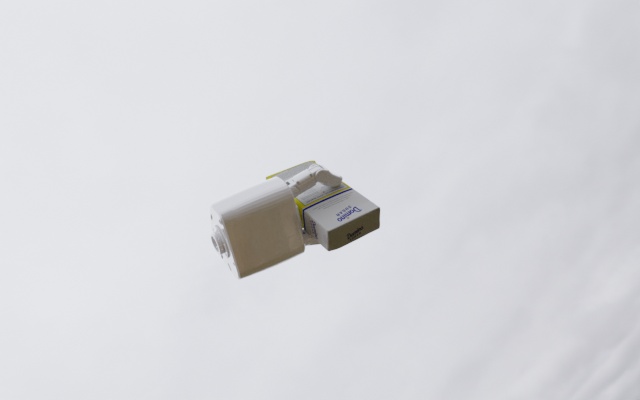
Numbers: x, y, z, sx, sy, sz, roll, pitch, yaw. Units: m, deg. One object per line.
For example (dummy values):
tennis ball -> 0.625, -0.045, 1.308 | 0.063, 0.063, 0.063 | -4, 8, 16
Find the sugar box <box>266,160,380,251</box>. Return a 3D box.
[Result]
sugar box -> 0.000, 0.003, 0.723 | 0.093, 0.048, 0.176 | -23, 41, -25
